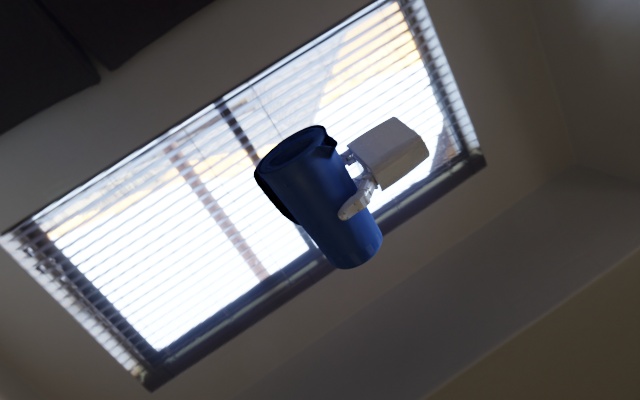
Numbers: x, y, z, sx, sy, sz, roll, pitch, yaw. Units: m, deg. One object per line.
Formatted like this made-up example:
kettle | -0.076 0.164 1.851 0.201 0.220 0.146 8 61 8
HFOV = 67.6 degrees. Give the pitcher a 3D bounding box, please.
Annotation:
pitcher | 0.000 0.003 0.832 0.145 0.243 0.149 -35 25 -5
